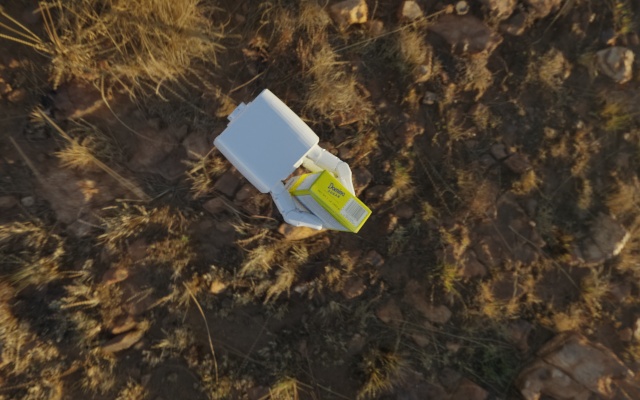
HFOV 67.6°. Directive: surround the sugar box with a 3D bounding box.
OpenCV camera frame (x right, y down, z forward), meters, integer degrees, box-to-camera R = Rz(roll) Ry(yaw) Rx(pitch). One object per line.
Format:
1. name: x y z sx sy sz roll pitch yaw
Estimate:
1. sugar box: 0.000 0.002 0.731 0.093 0.048 0.176 43 -11 -14
